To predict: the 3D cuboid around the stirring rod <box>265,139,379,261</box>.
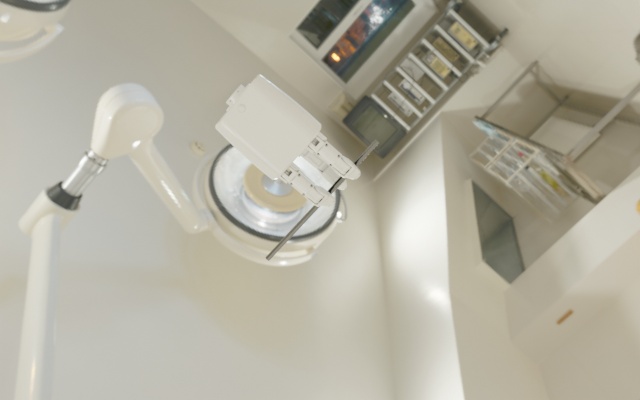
[{"bbox_3d":[0.000,0.002,0.699,0.011,0.239,0.011,41,12,-10],"label":"stirring rod"}]
